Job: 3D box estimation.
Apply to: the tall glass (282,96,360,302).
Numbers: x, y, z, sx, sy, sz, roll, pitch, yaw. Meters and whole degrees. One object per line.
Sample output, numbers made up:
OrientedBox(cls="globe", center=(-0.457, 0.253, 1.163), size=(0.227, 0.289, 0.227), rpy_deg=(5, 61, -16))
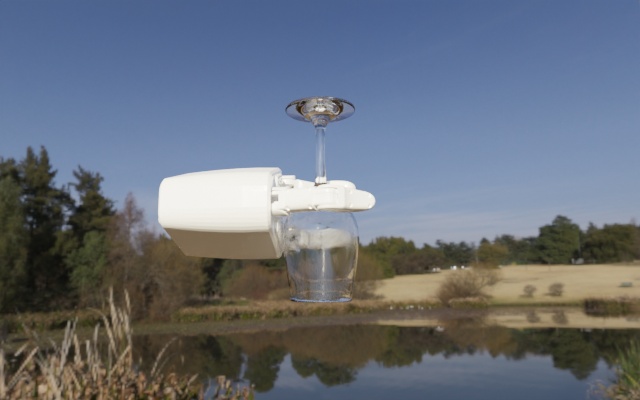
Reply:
OrientedBox(cls="tall glass", center=(0.000, 0.001, 0.490), size=(0.079, 0.201, 0.079), rpy_deg=(-1, -10, 0))
